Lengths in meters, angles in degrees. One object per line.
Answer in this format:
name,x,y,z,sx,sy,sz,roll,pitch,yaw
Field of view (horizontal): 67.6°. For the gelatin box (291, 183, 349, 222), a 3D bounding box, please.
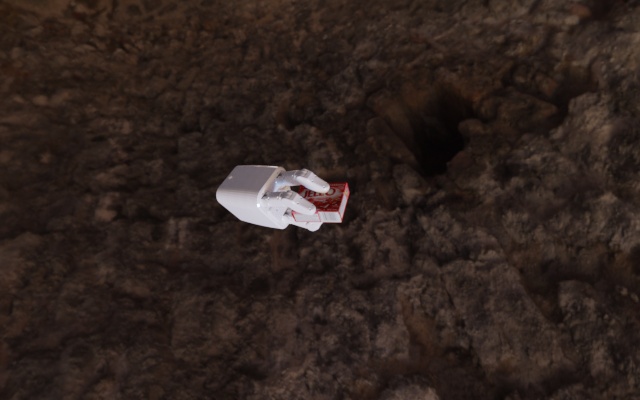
gelatin box,0.001,0.003,0.841,0.089,0.030,0.073,0,44,19
